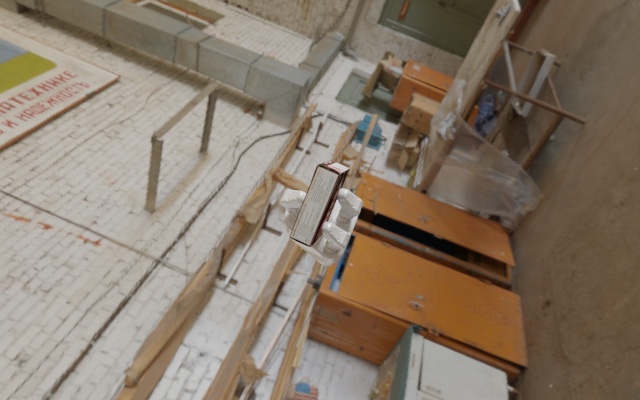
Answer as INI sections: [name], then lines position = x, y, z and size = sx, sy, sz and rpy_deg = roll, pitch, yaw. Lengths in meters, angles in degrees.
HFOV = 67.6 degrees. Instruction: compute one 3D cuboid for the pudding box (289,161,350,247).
[pudding box]
position = 0.000, 0.002, 0.679
size = 0.039, 0.113, 0.090
rpy_deg = 21, 12, 6
